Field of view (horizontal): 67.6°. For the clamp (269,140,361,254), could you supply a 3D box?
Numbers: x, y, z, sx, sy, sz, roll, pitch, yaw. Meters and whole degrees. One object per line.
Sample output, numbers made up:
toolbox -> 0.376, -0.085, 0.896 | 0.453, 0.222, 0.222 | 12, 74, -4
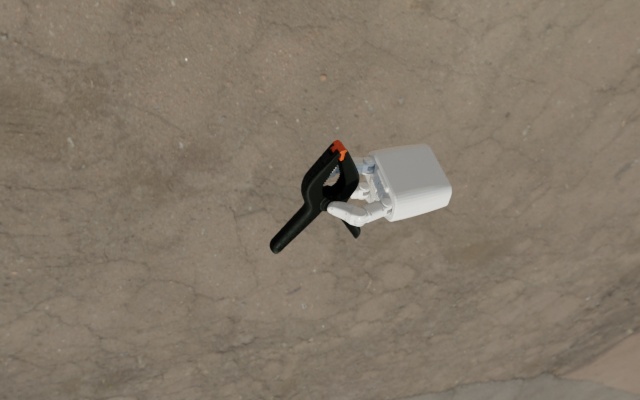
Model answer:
clamp -> 0.001, 0.003, 0.742 | 0.164, 0.210, 0.036 | -14, 47, -21
